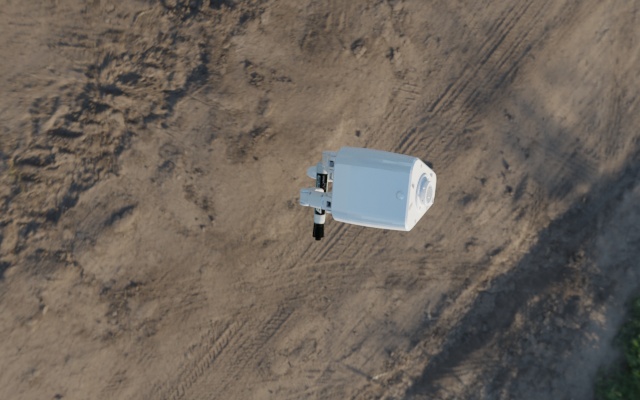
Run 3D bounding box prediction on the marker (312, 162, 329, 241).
[{"bbox_3d":[0.000,0.002,0.729,0.020,0.121,0.020,4,11,-1],"label":"marker"}]
